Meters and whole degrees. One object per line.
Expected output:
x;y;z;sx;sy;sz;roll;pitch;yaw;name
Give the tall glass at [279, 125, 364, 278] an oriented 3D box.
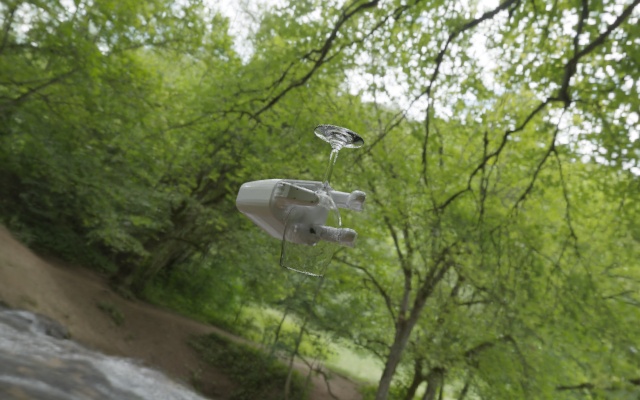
0.000;0.002;0.664;0.079;0.201;0.079;15;-11;3;tall glass
